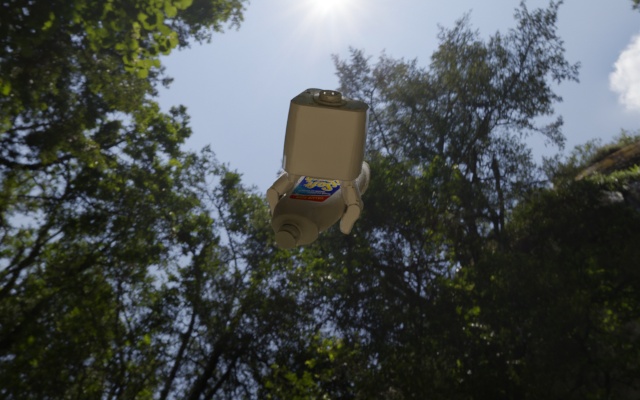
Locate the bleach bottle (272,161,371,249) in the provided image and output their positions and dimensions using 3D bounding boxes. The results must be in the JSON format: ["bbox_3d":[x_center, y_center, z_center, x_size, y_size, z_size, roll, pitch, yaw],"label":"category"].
[{"bbox_3d":[0.000,0.002,0.736,0.102,0.068,0.250,16,29,12],"label":"bleach bottle"}]
